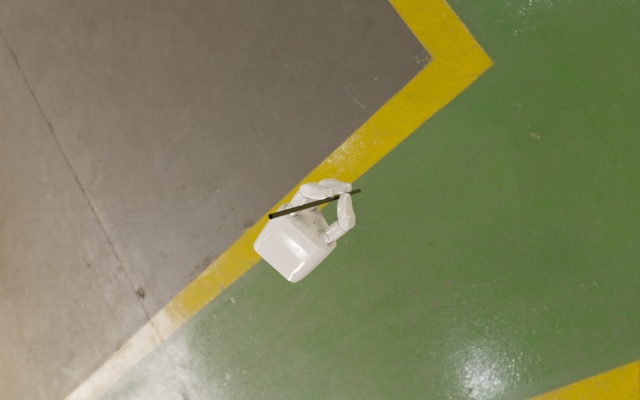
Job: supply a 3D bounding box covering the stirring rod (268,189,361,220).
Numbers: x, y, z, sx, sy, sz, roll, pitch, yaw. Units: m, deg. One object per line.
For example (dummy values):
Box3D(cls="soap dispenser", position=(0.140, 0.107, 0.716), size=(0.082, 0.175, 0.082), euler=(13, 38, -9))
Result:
Box3D(cls="stirring rod", position=(0.000, 0.002, 0.742), size=(0.011, 0.011, 0.239), euler=(0, 9, 35))
